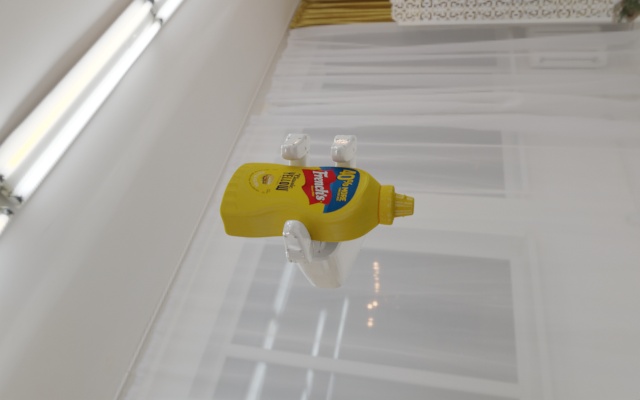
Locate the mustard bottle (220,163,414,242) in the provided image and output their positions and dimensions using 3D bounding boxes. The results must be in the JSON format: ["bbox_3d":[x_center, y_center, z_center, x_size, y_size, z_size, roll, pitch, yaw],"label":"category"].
[{"bbox_3d":[0.000,0.001,0.497,0.191,0.058,0.096,3,37,12],"label":"mustard bottle"}]
